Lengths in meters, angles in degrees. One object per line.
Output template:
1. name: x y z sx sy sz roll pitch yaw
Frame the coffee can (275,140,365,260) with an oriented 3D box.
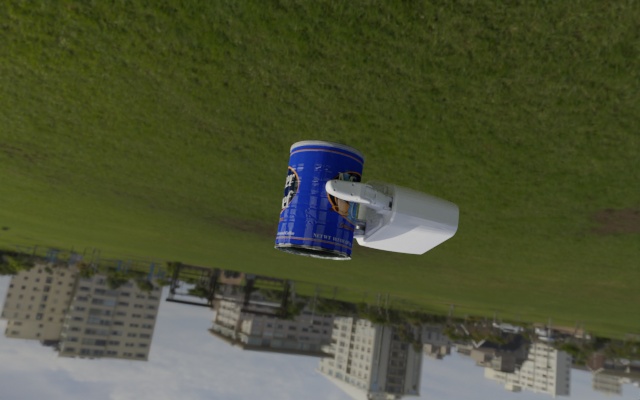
1. coffee can: 0.000 0.002 0.643 0.103 0.140 0.103 8 -12 2
